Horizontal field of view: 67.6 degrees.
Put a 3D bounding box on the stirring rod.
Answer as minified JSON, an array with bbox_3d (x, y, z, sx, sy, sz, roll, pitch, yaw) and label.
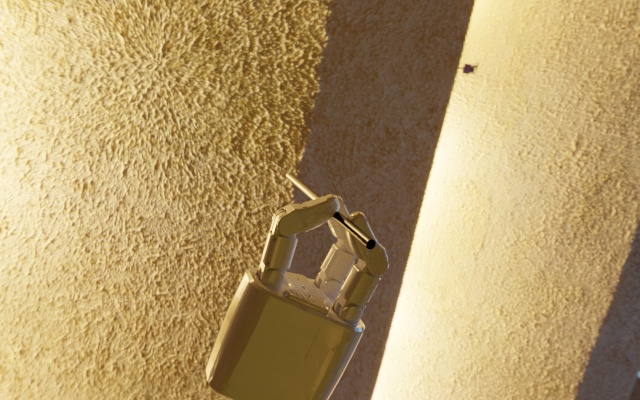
[{"bbox_3d":[0.000,0.002,0.465,0.011,0.011,0.239,0,15,-19],"label":"stirring rod"}]
